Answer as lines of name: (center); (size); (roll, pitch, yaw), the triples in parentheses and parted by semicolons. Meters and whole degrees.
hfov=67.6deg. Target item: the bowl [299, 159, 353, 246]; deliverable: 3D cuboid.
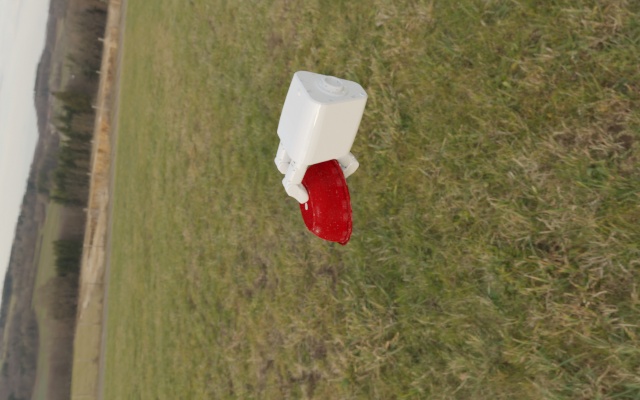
bowl: (0.000, 0.004, 0.816); (0.055, 0.162, 0.162); (-11, 3, -16)
